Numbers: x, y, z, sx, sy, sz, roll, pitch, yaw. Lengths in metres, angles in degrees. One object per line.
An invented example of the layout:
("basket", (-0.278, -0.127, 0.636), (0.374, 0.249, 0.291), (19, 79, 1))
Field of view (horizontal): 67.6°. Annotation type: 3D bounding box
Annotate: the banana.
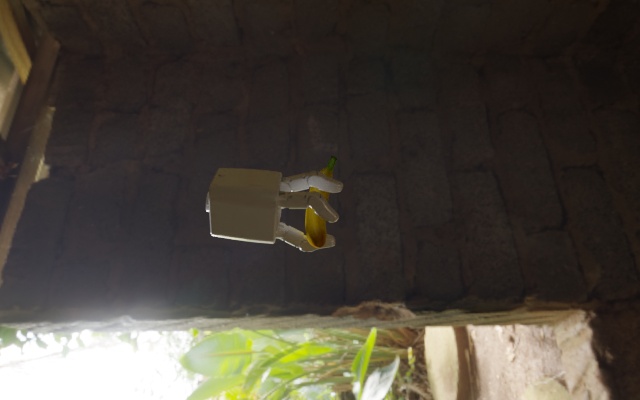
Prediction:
("banana", (-0.004, 0.012, 0.810), (0.037, 0.197, 0.070), (13, -41, -6))
